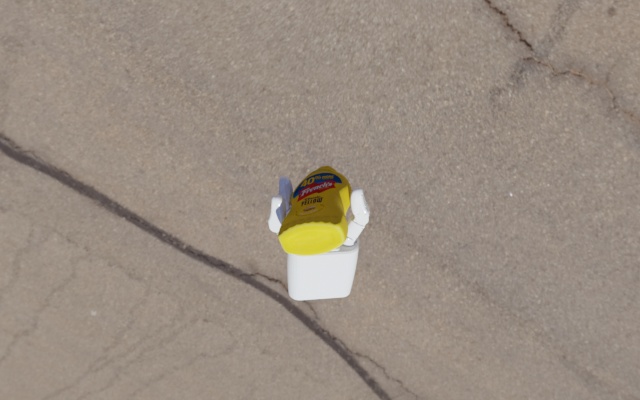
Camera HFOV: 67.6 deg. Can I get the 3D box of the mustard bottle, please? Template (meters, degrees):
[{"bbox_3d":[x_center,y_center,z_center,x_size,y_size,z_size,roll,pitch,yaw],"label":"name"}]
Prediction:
[{"bbox_3d":[0.000,0.002,0.735,0.096,0.058,0.191,-13,31,18],"label":"mustard bottle"}]
